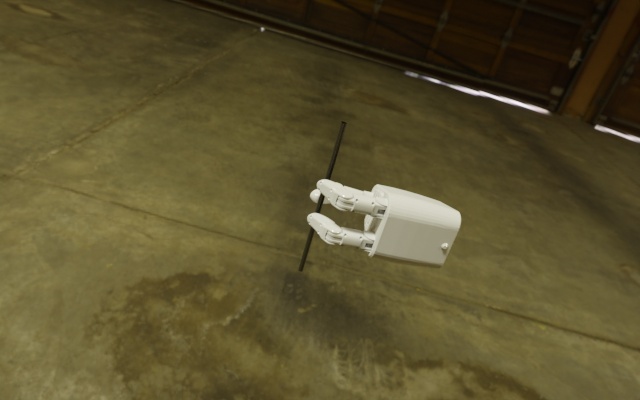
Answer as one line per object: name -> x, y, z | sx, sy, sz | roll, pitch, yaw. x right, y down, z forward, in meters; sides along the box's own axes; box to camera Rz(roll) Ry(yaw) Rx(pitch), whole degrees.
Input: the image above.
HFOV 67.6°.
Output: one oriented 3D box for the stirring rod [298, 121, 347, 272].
stirring rod -> 0.000, 0.002, 0.675 | 0.011, 0.240, 0.011 | 13, 26, -7
